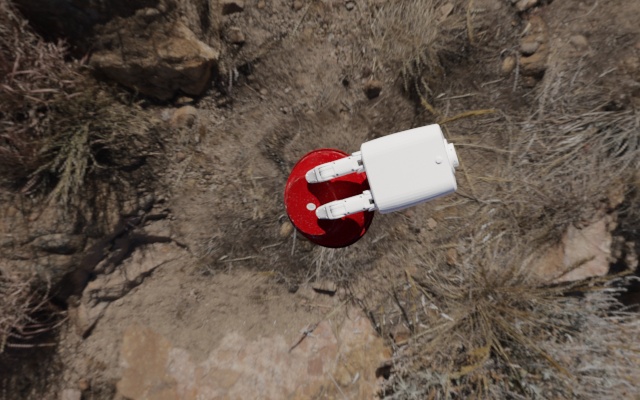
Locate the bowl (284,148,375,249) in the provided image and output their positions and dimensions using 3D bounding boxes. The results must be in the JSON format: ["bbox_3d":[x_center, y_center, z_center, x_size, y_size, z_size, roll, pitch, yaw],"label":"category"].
[{"bbox_3d":[-0.001,0.003,0.735,0.162,0.162,0.055,0,11,31],"label":"bowl"}]
